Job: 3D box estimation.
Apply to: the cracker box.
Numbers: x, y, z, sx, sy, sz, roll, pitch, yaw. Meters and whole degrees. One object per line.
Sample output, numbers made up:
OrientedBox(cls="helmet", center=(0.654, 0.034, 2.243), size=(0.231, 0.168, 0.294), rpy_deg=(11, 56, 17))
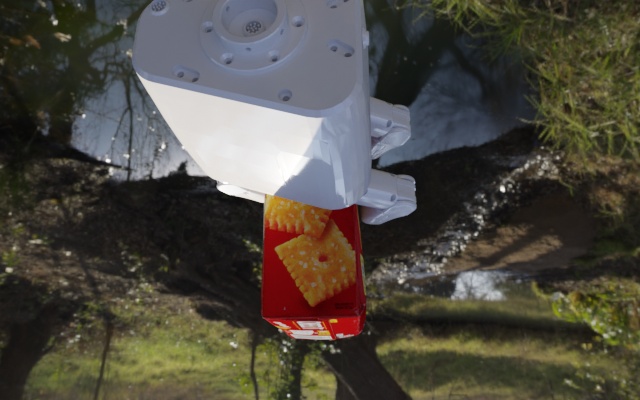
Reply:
OrientedBox(cls="cracker box", center=(0.000, 0.001, 0.403), size=(0.072, 0.213, 0.164), rpy_deg=(-1, -21, 4))
